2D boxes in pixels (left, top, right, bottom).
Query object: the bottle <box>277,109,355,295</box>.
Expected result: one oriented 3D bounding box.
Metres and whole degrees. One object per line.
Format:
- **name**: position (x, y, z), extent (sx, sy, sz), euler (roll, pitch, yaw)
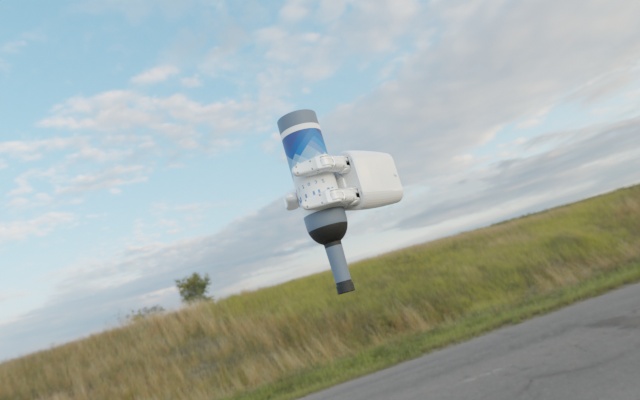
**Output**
- **bottle**: position (0.000, 0.002, 0.760), extent (0.069, 0.295, 0.069), euler (-16, -11, -3)
